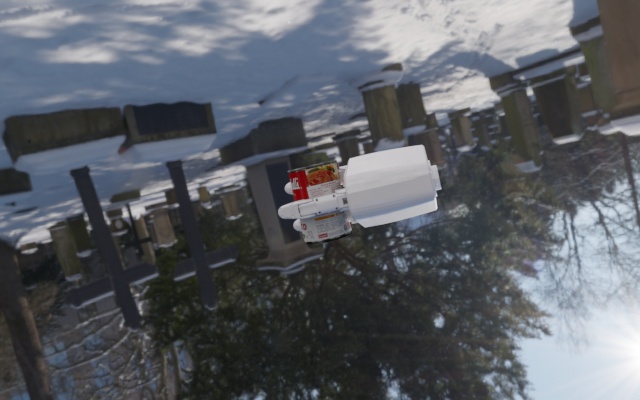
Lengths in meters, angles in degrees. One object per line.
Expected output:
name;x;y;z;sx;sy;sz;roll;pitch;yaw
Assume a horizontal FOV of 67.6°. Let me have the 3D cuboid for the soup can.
soup can;0.000;0.003;0.645;0.068;0.102;0.068;-13;4;1
